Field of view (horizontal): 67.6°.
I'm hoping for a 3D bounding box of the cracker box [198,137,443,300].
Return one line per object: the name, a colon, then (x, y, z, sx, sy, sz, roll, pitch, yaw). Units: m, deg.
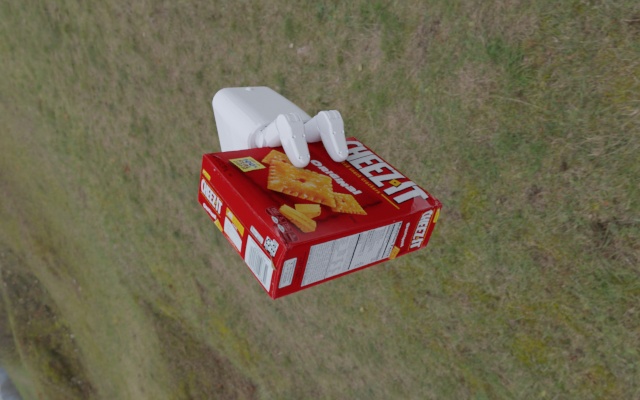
cracker box: (0.000, 0.002, 0.522, 0.213, 0.072, 0.164, -13, 42, -36)
